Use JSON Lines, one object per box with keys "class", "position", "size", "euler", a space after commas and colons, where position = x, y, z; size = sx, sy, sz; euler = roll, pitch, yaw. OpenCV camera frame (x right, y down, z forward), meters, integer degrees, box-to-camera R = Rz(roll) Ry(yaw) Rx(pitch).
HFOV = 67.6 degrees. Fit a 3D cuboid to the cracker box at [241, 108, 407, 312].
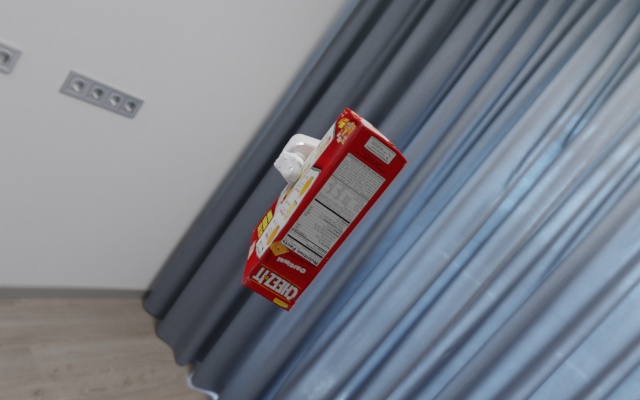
{"class": "cracker box", "position": [0.000, 0.002, 0.567], "size": [0.072, 0.214, 0.164], "euler": [35, 12, -12]}
